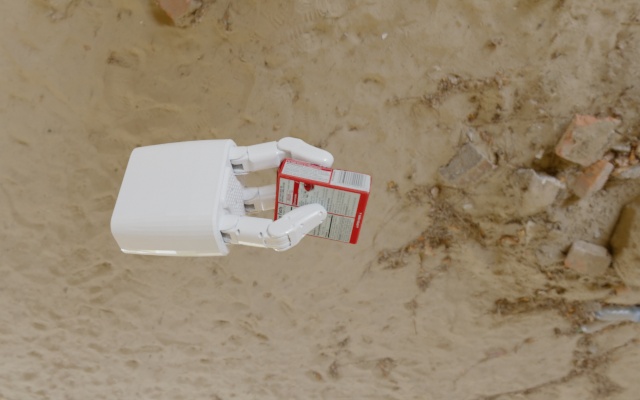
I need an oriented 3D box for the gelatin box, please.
[{"bbox_3d":[0.000,0.002,0.469,0.089,0.073,0.030,12,43,3],"label":"gelatin box"}]
